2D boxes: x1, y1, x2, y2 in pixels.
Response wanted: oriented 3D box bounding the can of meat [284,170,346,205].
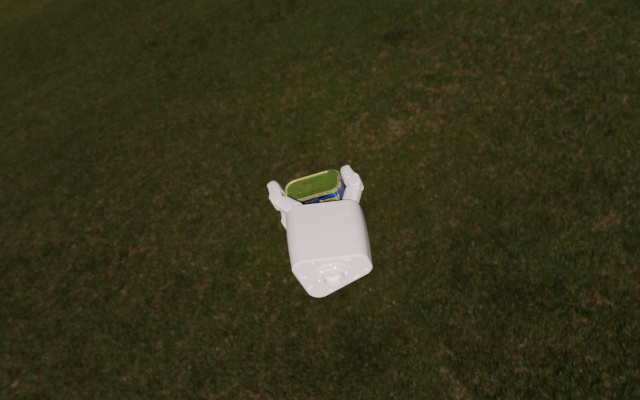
[{"bbox_3d":[0.000,0.002,0.789,0.102,0.057,0.084,-16,-46,13],"label":"can of meat"}]
